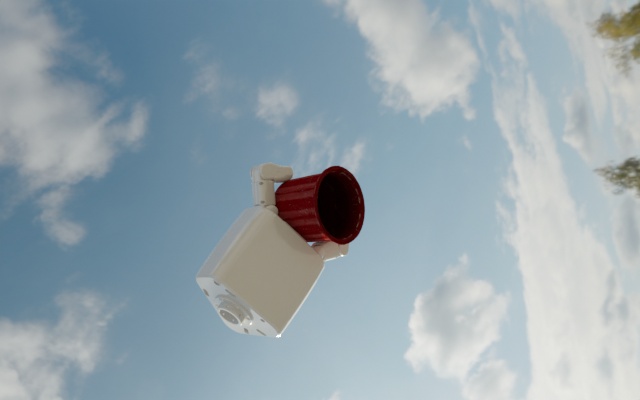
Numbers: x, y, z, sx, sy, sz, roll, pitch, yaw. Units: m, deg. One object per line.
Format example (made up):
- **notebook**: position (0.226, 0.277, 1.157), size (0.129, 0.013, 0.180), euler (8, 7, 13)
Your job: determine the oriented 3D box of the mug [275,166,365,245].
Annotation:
- **mug**: position (0.001, 0.001, 0.592), size (0.081, 0.093, 0.117), euler (-8, 34, 41)
